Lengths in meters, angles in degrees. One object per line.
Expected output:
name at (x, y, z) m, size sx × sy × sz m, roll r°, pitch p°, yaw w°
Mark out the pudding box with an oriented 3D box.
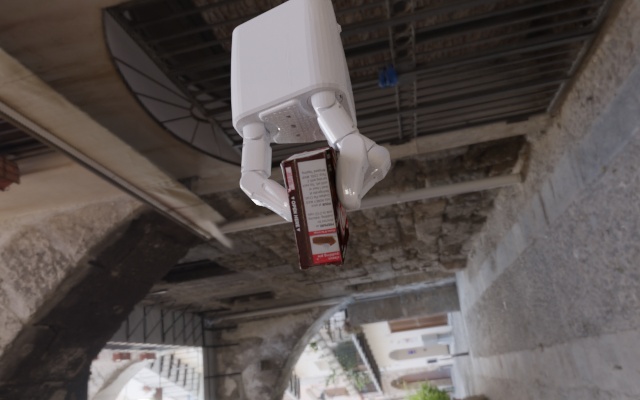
pudding box at (0.000, 0.001, 0.414) m, size 0.039 × 0.090 × 0.113 m, roll -9°, pitch 7°, yaw 9°
